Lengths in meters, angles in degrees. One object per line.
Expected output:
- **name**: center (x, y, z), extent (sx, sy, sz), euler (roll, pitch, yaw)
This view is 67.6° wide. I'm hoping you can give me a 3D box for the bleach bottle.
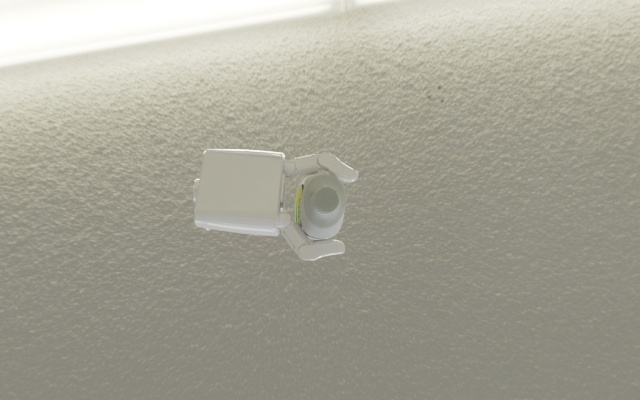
- **bleach bottle**: center (0.000, 0.002, 0.648), extent (0.068, 0.102, 0.251), euler (5, -5, -3)
